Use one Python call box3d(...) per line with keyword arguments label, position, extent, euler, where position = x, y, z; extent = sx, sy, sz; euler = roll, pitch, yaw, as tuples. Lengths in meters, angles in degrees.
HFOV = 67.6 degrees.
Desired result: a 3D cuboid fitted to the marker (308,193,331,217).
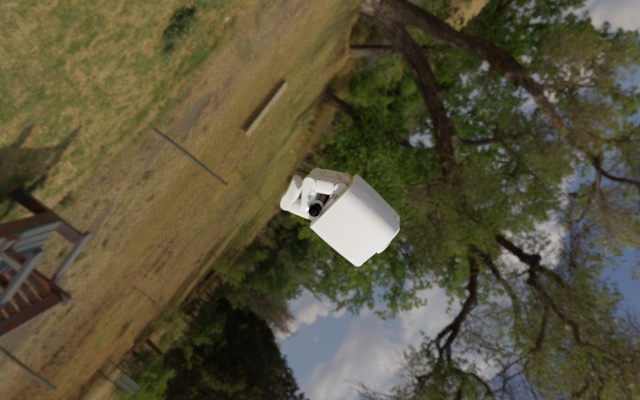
box3d(label="marker", position=(0.000, 0.003, 0.796), extent=(0.020, 0.020, 0.121), euler=(0, 15, 11))
